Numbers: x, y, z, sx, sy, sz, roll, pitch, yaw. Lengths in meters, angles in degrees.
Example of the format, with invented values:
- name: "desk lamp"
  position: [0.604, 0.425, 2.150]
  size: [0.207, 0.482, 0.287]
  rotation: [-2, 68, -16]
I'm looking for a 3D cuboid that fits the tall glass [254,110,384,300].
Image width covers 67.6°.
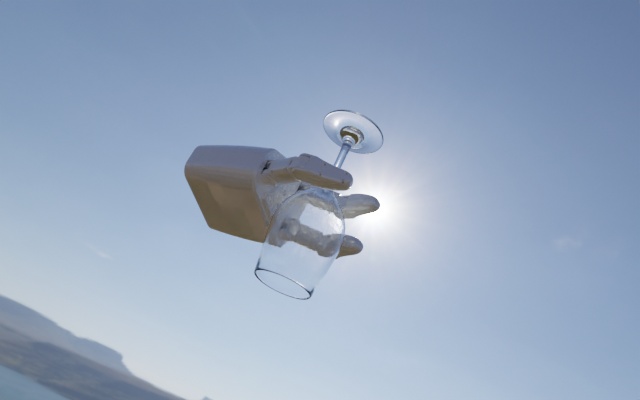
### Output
- name: "tall glass"
  position: [0.000, 0.001, 0.509]
  size: [0.079, 0.201, 0.079]
  rotation: [19, -27, 10]
